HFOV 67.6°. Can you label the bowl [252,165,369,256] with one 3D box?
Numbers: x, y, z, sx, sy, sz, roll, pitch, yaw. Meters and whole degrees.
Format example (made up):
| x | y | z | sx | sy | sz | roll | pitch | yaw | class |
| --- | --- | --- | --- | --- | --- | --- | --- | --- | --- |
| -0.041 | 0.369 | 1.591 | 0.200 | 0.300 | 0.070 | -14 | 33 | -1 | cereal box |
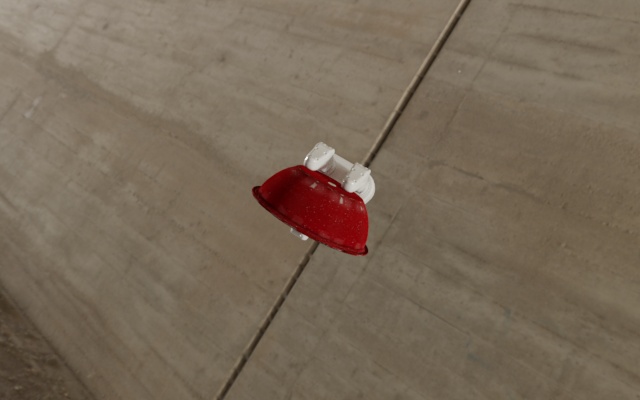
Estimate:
| x | y | z | sx | sy | sz | roll | pitch | yaw | class |
| --- | --- | --- | --- | --- | --- | --- | --- | --- | --- |
| 0.000 | 0.002 | 0.580 | 0.162 | 0.055 | 0.162 | 28 | 10 | -5 | bowl |
